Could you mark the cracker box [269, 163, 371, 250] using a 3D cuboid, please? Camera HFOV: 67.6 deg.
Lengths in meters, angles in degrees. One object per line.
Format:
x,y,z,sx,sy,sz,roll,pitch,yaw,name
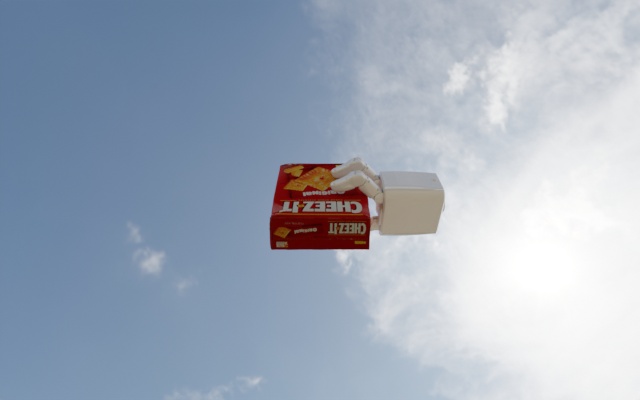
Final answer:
0.000,0.003,0.857,0.164,0.072,0.213,-1,28,1,cracker box
